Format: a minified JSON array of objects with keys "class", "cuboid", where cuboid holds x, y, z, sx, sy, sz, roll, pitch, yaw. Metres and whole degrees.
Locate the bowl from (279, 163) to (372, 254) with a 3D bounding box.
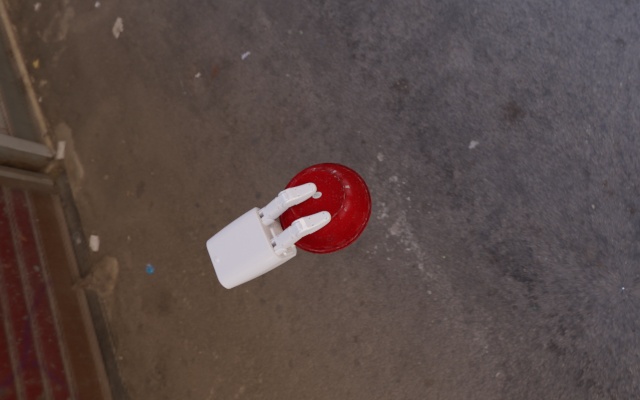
[{"class":"bowl","cuboid":[0.001,0.002,0.779,0.162,0.162,0.055,0,-19,15]}]
